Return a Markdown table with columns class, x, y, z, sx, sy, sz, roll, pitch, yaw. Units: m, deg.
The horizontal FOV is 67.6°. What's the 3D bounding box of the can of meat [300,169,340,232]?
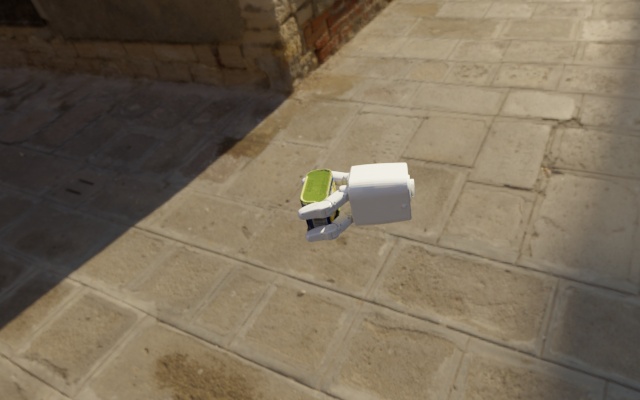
| class | x | y | z | sx | sy | sz | roll | pitch | yaw |
| --- | --- | --- | --- | --- | --- | --- | --- | --- | --- |
| can of meat | 0.000 | 0.003 | 0.892 | 0.057 | 0.084 | 0.102 | -2 | 41 | 13 |
